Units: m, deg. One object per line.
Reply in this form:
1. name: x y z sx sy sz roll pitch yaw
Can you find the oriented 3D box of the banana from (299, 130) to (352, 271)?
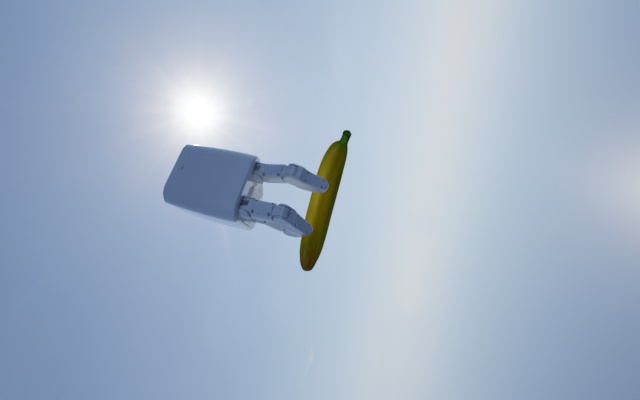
1. banana: 0.002 0.000 0.669 0.037 0.198 0.069 15 -2 5
